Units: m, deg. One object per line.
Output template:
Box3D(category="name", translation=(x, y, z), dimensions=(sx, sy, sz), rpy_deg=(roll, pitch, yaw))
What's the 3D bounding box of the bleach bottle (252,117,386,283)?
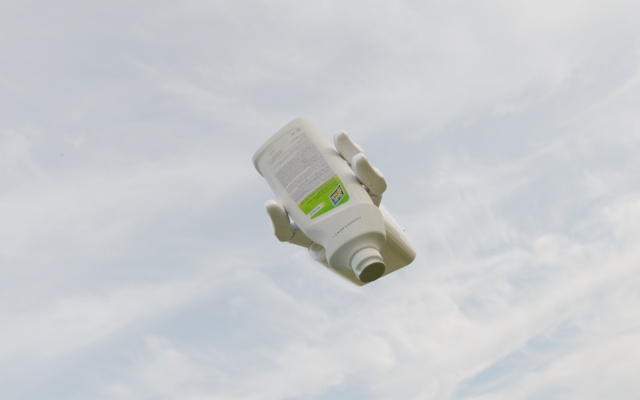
Box3D(category="bleach bottle", translation=(0.000, 0.002, 0.556), dimensions=(0.068, 0.102, 0.250), rpy_deg=(40, 13, -42))
